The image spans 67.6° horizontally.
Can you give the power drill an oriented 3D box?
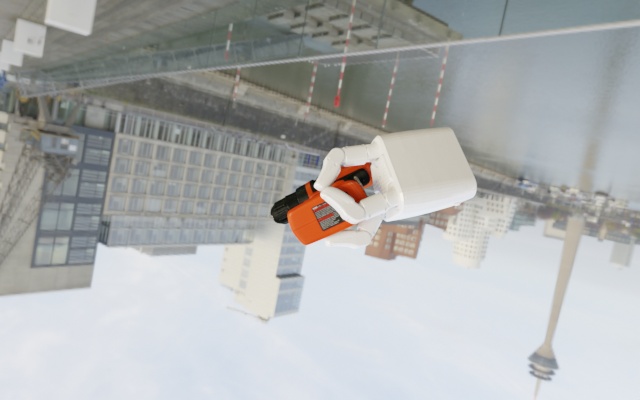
[{"bbox_3d":[0.000,0.002,0.694,0.184,0.057,0.187,-27,12,8],"label":"power drill"}]
